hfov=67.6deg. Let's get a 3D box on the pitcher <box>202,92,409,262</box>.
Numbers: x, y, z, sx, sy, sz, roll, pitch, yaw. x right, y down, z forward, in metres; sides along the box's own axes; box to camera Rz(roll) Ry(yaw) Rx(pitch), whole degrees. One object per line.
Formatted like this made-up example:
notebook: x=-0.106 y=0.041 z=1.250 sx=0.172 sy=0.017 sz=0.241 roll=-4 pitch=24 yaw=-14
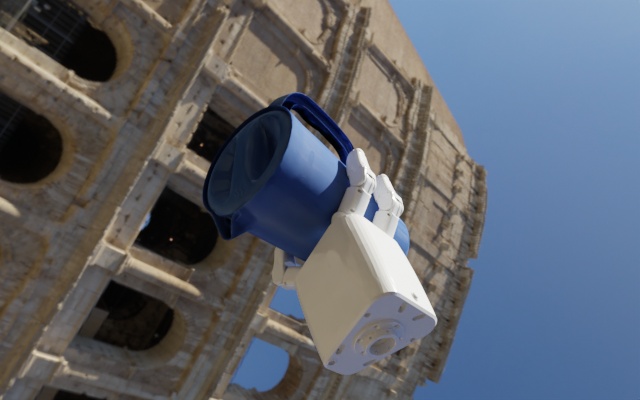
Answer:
pitcher: x=0.000 y=0.002 z=0.559 sx=0.243 sy=0.149 sz=0.145 roll=36 pitch=17 yaw=-36
